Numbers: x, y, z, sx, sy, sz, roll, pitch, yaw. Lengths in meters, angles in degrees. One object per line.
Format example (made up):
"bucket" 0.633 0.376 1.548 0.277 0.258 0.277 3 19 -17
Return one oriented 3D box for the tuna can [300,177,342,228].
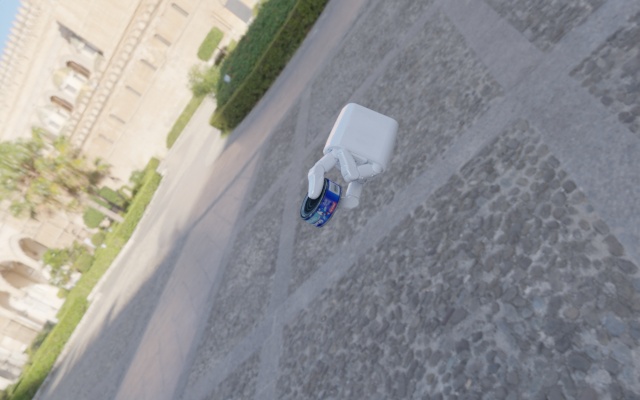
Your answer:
"tuna can" 0.000 0.003 0.841 0.034 0.086 0.086 29 -11 -20
